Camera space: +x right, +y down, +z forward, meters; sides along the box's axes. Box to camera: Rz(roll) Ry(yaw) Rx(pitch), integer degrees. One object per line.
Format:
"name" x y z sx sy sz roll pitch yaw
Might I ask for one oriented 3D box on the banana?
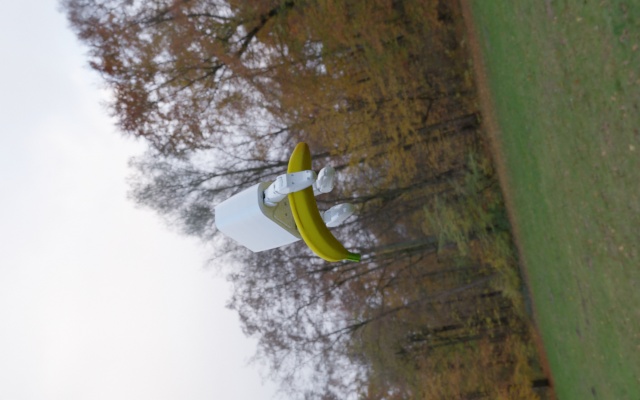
"banana" -0.012 0.010 0.697 0.069 0.198 0.037 -19 -8 -41
